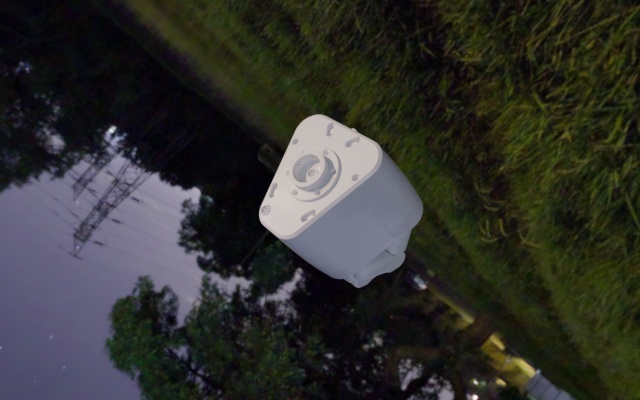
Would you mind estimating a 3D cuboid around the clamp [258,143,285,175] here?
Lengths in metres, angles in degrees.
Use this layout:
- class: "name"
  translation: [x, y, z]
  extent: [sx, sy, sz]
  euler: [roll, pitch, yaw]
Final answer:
- class: "clamp"
  translation: [0.000, 0.002, 0.524]
  extent: [0.171, 0.039, 0.120]
  euler: [34, -5, 36]
